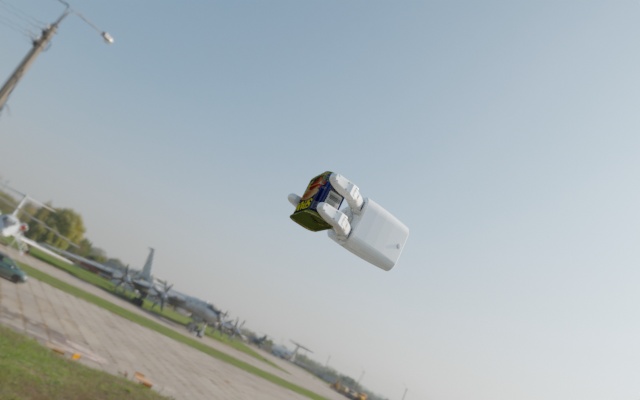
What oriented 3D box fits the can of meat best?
[{"bbox_3d":[0.000,0.002,0.831,0.057,0.084,0.102,32,-19,-16],"label":"can of meat"}]
